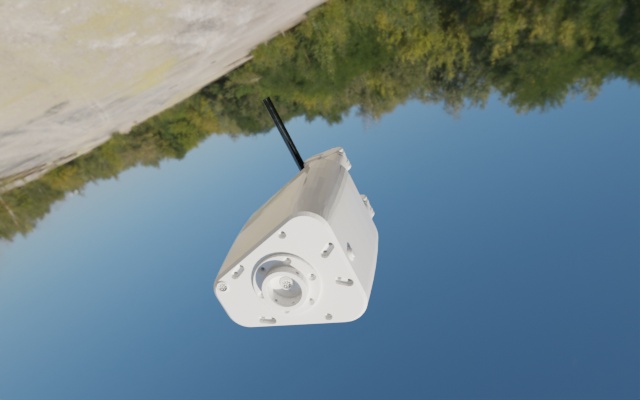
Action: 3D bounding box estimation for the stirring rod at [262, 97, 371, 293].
[{"bbox_3d":[0.000,0.002,0.504,0.011,0.239,0.011,-25,17,8],"label":"stirring rod"}]
